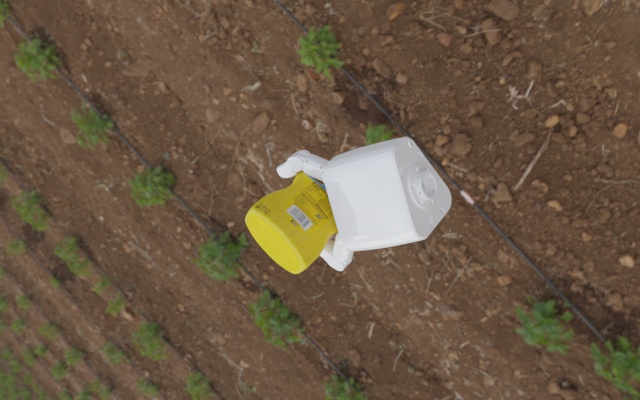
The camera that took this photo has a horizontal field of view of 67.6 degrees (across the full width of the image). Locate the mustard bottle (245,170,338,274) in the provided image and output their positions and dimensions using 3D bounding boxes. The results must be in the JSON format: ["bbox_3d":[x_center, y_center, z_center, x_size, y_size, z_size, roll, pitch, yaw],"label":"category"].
[{"bbox_3d":[0.000,0.002,0.613,0.191,0.096,0.058,-41,-6,-40],"label":"mustard bottle"}]
